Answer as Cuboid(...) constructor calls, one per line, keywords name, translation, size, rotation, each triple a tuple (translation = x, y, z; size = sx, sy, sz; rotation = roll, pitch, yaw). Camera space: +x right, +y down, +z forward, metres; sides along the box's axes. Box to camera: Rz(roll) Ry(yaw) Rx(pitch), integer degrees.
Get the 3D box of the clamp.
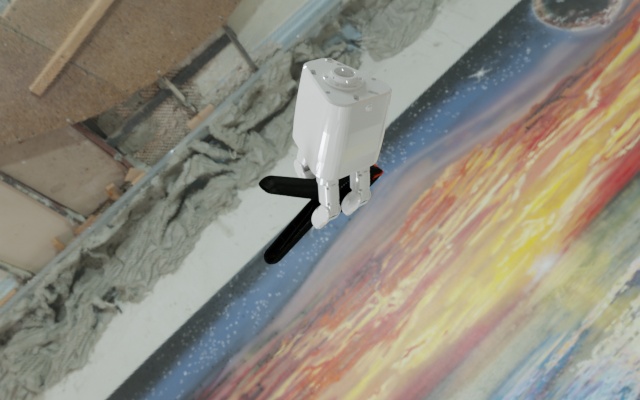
Cuboid(name="clamp", translation=(0.000, 0.001, 0.675), size=(0.210, 0.165, 0.036), rotation=(-23, 54, -32))
